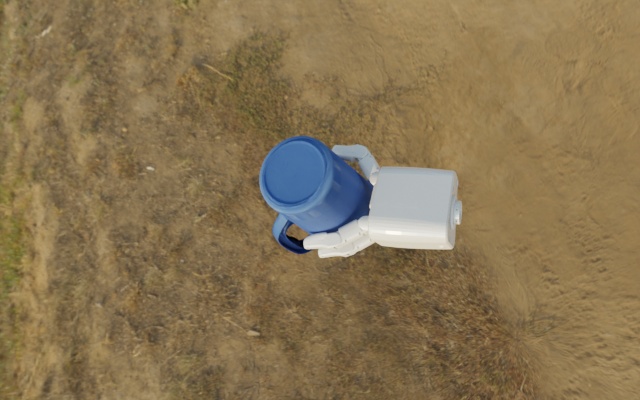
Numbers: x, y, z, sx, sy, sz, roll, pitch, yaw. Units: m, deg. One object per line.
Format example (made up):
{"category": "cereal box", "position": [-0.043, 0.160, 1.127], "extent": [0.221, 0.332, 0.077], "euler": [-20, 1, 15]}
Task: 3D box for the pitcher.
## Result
{"category": "pitcher", "position": [0.000, 0.002, 0.721], "extent": [0.145, 0.149, 0.243], "euler": [5, -13, 23]}
